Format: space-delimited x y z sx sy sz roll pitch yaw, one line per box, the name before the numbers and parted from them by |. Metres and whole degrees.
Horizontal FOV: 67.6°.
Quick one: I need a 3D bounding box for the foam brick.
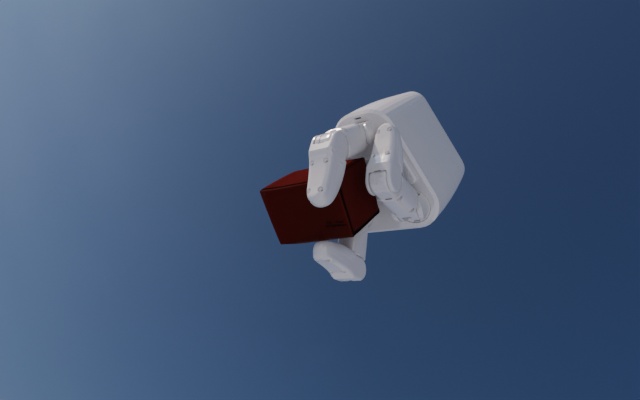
foam brick | 0.000 0.001 0.404 0.078 0.053 0.051 -8 17 34
